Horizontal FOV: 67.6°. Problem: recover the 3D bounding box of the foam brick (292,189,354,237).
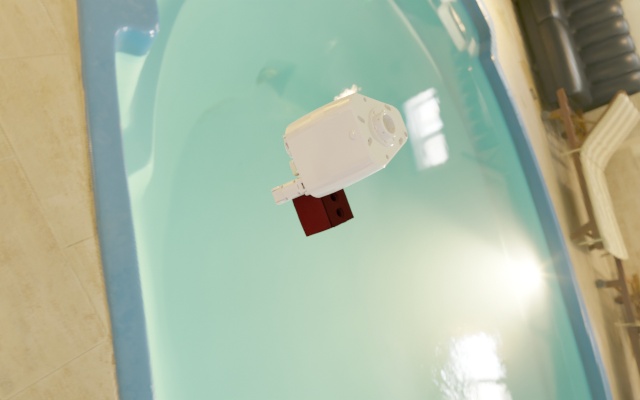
[{"bbox_3d":[0.000,0.002,0.645,0.051,0.078,0.053,-21,0,38],"label":"foam brick"}]
